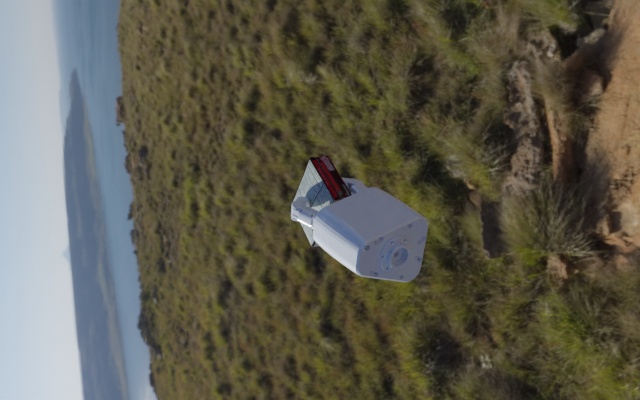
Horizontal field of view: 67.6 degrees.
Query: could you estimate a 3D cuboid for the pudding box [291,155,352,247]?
[{"bbox_3d":[0.000,0.002,0.723,0.039,0.090,0.114,-6,-39,-30],"label":"pudding box"}]
